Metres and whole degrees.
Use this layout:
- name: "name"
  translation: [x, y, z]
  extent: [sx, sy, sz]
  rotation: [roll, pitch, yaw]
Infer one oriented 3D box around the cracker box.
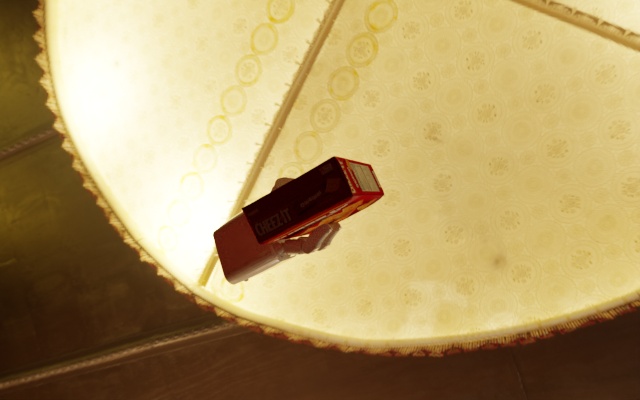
- name: "cracker box"
  translation: [0.000, 0.002, 0.769]
  extent: [0.164, 0.072, 0.213]
  rotation: [-29, -8, 18]
